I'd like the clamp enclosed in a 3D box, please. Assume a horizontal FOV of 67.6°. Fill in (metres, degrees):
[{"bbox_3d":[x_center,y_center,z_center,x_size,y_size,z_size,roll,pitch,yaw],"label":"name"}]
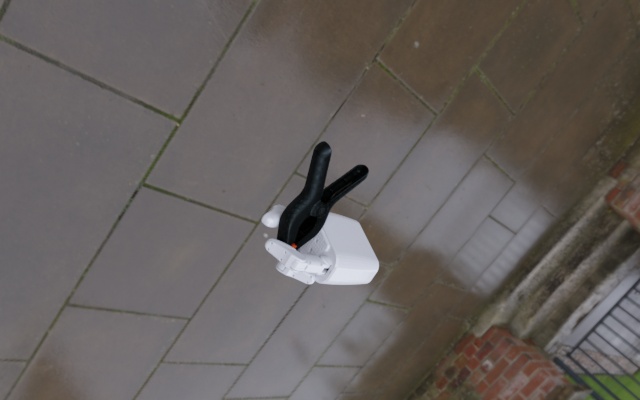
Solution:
[{"bbox_3d":[0.000,0.003,0.679,0.120,0.171,0.039,13,25,-45],"label":"clamp"}]
